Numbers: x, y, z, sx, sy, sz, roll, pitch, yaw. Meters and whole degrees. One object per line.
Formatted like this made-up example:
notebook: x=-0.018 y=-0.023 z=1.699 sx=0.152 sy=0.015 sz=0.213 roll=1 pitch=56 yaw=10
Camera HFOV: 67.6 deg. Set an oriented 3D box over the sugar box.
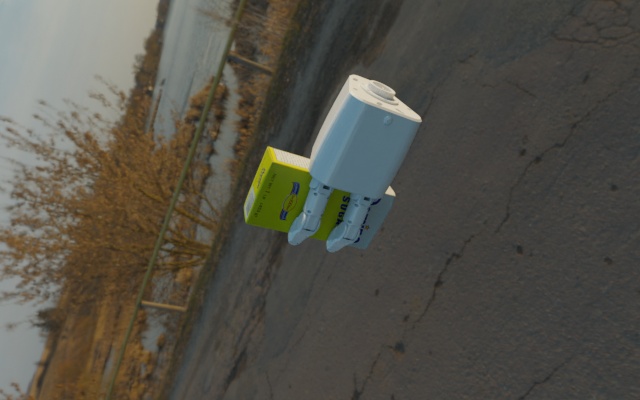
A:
sugar box: x=0.000 y=0.002 z=0.607 sx=0.176 sy=0.093 sz=0.048 roll=15 pitch=28 yaw=-23
